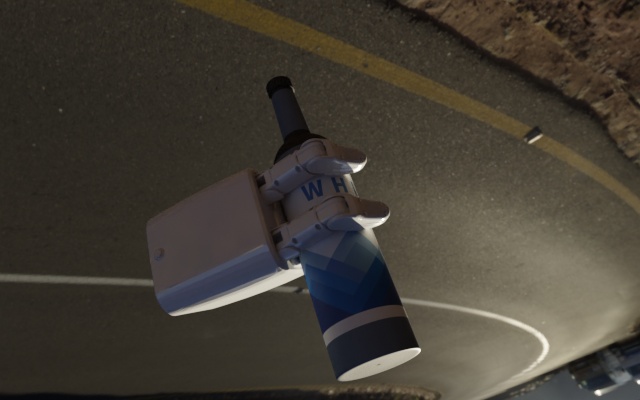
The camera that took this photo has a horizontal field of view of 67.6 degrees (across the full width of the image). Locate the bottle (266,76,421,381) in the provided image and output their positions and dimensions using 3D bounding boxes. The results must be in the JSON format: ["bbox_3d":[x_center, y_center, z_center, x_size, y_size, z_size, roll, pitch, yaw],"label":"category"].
[{"bbox_3d":[0.000,0.002,0.425,0.069,0.295,0.069,-15,-29,-9],"label":"bottle"}]
